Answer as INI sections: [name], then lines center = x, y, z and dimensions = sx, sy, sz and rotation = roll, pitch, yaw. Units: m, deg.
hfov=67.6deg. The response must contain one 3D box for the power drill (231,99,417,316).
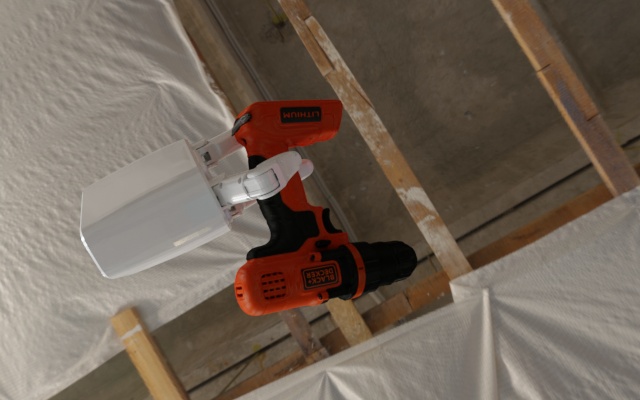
[power drill]
center = 0.000, 0.001, 0.448
dimensions = 0.184, 0.187, 0.057
rotation = -7, -10, -29
